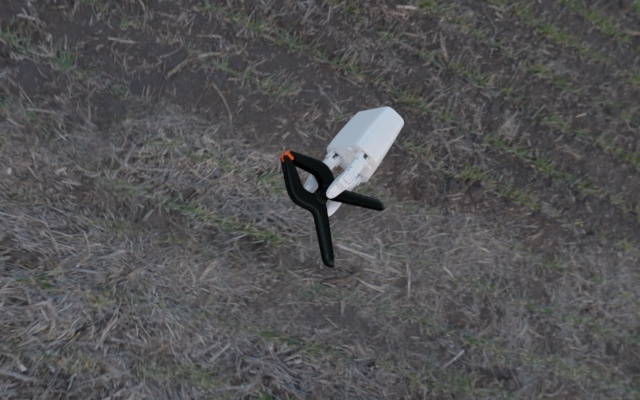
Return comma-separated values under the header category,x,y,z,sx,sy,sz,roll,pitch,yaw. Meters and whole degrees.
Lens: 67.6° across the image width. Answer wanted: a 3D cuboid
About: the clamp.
category,x,y,z,sx,sy,sz,roll,pitch,yaw
clamp,0.000,0.002,0.842,0.210,0.164,0.036,42,-26,-11
